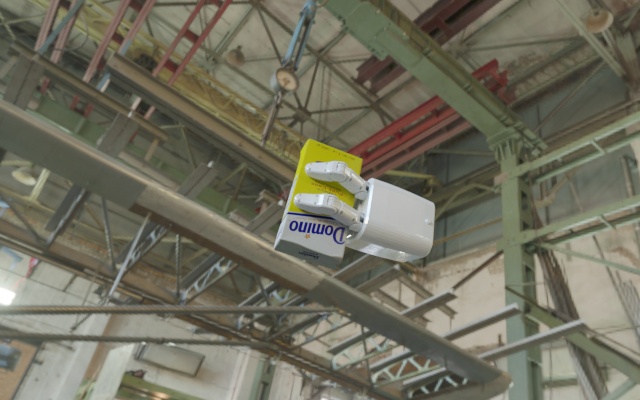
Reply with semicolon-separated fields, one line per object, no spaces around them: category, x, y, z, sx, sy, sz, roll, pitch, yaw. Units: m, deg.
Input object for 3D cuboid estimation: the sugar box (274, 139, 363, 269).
sugar box;0.000;0.002;0.694;0.093;0.176;0.048;19;-34;-10
